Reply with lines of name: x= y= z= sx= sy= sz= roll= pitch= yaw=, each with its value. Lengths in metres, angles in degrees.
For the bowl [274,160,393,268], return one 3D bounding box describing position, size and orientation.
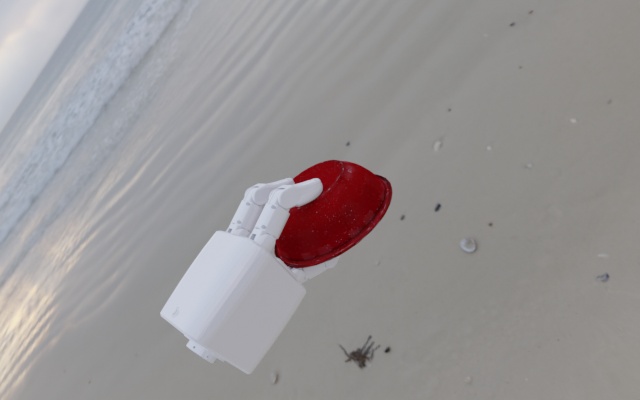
bowl: x=0.000 y=0.001 z=0.558 sx=0.162 sy=0.055 sz=0.162 roll=-28 pitch=26 yaw=15
